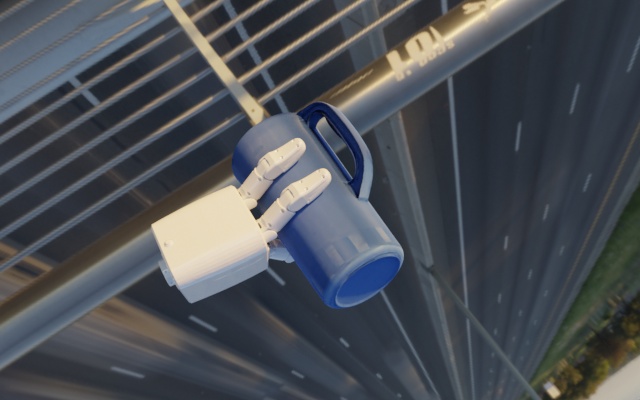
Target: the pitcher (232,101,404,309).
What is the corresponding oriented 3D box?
[{"bbox_3d":[0.000,0.002,0.595,0.145,0.242,0.149,-25,-35,-16],"label":"pitcher"}]
